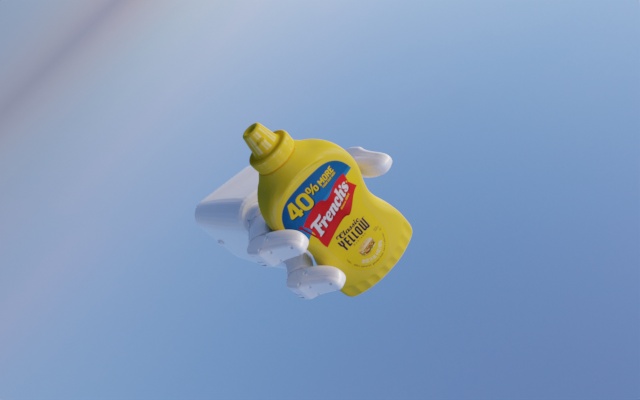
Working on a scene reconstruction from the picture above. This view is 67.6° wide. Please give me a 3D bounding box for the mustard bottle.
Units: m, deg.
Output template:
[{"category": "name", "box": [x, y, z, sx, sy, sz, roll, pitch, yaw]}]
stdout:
[{"category": "mustard bottle", "box": [0.000, 0.002, 0.435, 0.192, 0.096, 0.058, 46, -3, -31]}]
